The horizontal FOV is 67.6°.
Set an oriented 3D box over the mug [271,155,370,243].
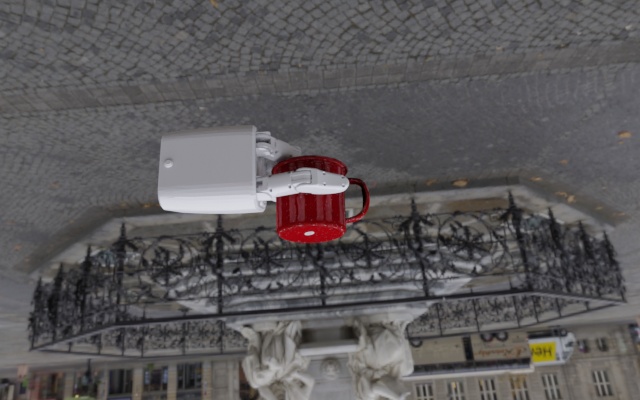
[{"bbox_3d":[0.002,0.002,0.568,0.117,0.081,0.093,-2,-20,0],"label":"mug"}]
